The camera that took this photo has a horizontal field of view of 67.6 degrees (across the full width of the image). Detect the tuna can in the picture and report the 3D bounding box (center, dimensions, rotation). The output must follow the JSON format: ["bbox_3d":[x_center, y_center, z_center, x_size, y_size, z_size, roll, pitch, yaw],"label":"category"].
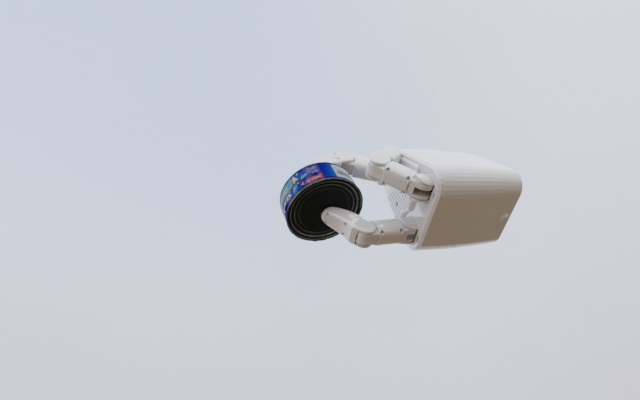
[{"bbox_3d":[0.000,0.001,0.515,0.086,0.086,0.033,0,38,-24],"label":"tuna can"}]
